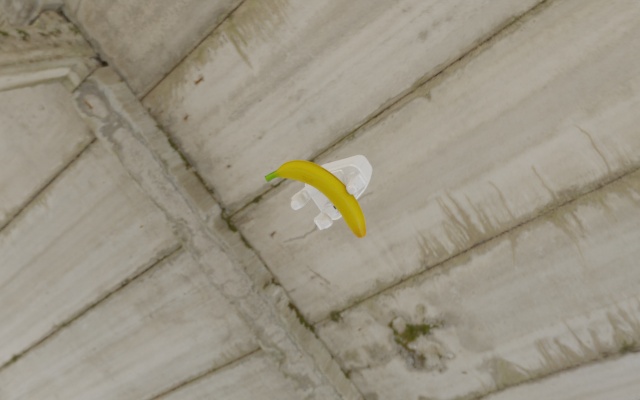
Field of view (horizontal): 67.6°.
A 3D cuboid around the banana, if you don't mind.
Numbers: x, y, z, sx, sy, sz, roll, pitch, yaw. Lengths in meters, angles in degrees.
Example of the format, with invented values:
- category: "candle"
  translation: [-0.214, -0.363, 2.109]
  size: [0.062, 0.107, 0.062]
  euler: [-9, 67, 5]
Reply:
- category: "banana"
  translation: [0.007, -0.014, 0.809]
  size: [0.198, 0.070, 0.037]
  euler: [32, 16, 0]
